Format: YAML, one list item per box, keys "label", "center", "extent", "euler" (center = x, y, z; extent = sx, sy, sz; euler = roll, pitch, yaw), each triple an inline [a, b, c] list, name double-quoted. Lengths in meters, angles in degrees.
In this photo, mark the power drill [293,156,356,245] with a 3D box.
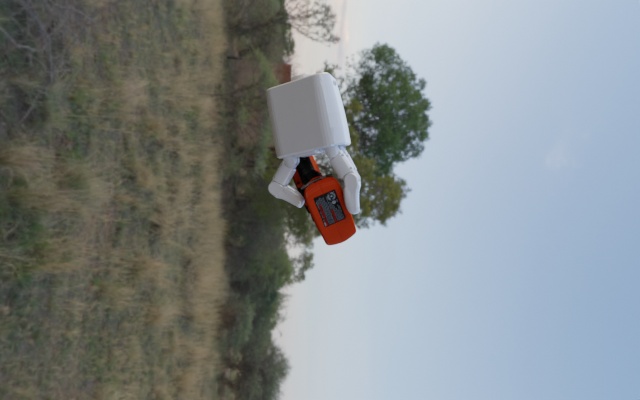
- label: "power drill"
  center: [0.000, 0.002, 0.791]
  extent: [0.057, 0.184, 0.187]
  euler: [-27, 23, -5]
